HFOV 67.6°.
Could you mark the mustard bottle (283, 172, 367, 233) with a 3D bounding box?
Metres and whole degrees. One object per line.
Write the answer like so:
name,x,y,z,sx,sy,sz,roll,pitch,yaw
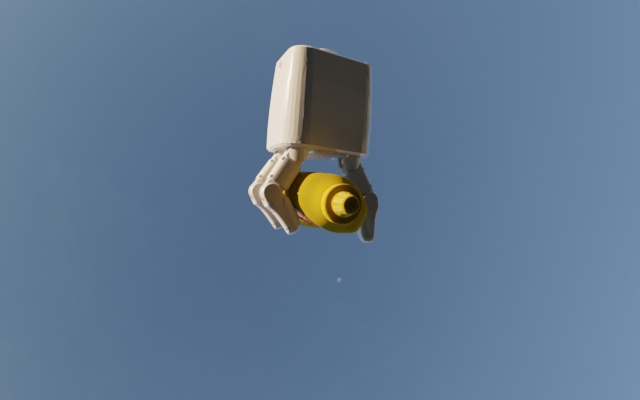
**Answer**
mustard bottle,0.000,0.002,0.542,0.096,0.058,0.191,30,-8,-16
